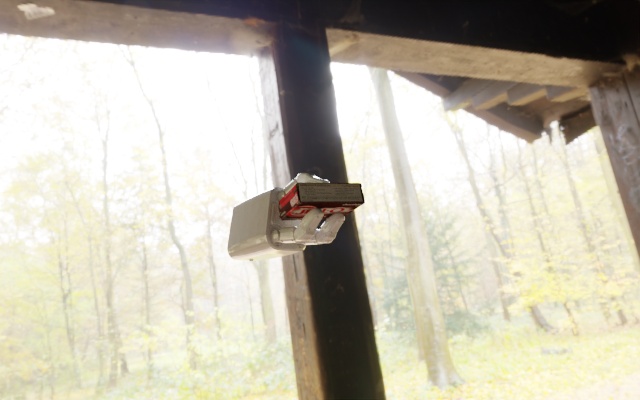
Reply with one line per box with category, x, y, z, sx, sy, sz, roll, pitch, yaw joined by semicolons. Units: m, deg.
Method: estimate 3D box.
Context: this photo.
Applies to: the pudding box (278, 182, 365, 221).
pudding box;0.000;0.002;0.758;0.113;0.039;0.090;-2;-17;-24
